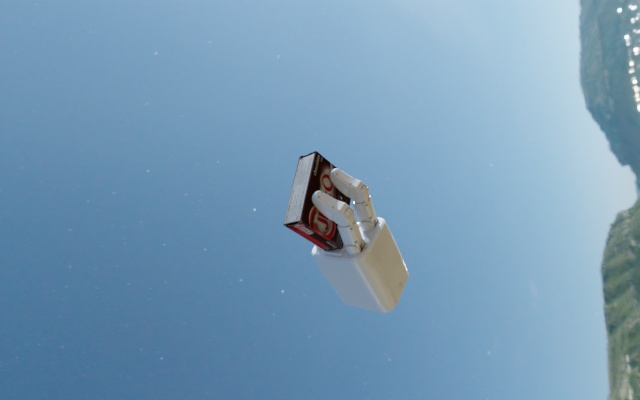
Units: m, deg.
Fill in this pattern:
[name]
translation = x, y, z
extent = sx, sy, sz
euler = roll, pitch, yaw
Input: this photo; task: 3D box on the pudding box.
[pudding box]
translation = 0.000, 0.002, 0.668
extent = 0.039, 0.113, 0.090
euler = -14, -36, 37
